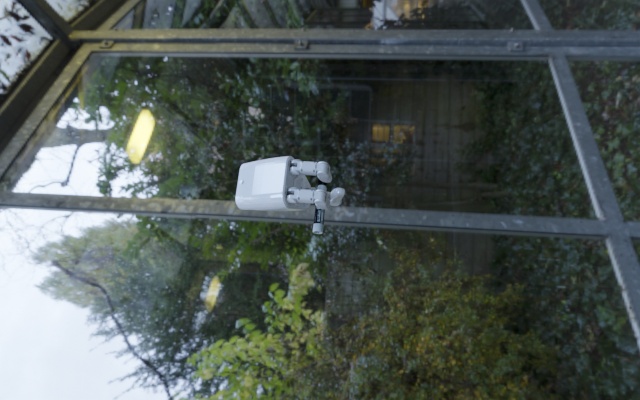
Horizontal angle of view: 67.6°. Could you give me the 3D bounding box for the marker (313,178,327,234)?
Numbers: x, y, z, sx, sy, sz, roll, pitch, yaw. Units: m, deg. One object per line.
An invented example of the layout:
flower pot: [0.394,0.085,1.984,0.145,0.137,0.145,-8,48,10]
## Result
marker: [0.000,0.003,0.897,0.020,0.121,0.020,5,-21,2]
